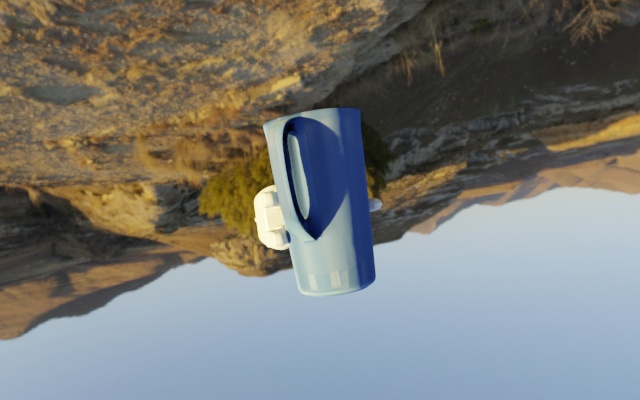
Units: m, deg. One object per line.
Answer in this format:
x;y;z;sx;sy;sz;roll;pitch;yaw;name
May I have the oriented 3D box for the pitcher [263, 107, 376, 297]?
0.000;0.002;0.643;0.149;0.243;0.145;-9;0;-19;pitcher
